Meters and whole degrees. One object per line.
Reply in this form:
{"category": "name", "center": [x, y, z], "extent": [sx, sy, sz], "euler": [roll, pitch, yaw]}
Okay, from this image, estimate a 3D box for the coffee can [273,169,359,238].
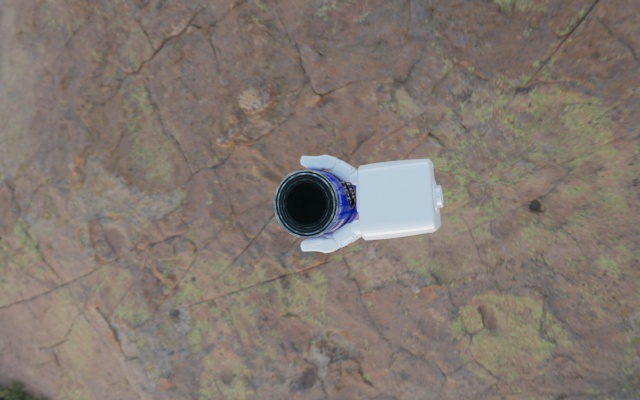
{"category": "coffee can", "center": [0.000, 0.002, 0.765], "extent": [0.103, 0.103, 0.140], "euler": [0, 2, 19]}
